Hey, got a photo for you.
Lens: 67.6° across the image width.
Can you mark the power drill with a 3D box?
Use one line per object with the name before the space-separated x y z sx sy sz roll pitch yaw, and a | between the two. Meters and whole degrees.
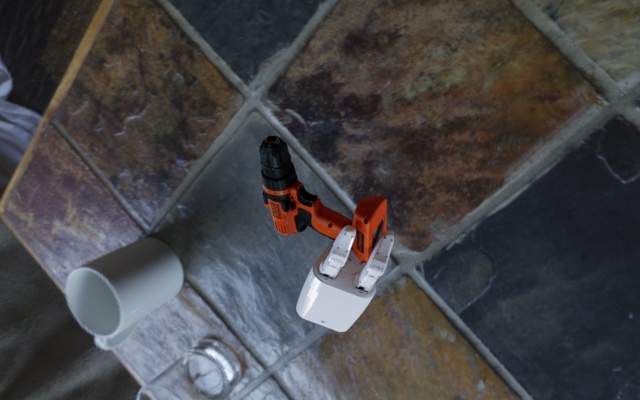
power drill | 0.000 0.003 0.678 0.187 0.185 0.057 22 55 25
